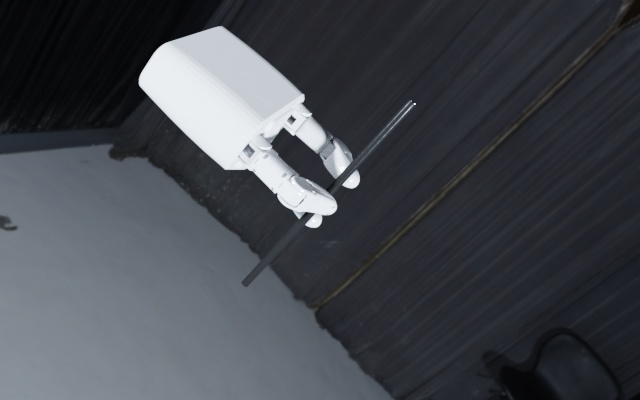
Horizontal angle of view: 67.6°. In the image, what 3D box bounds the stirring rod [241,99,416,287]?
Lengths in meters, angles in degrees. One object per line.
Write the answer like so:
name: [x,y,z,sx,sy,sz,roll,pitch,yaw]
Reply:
stirring rod: [0.000,0.001,0.438,0.239,0.011,0.011,-47,-21,21]
